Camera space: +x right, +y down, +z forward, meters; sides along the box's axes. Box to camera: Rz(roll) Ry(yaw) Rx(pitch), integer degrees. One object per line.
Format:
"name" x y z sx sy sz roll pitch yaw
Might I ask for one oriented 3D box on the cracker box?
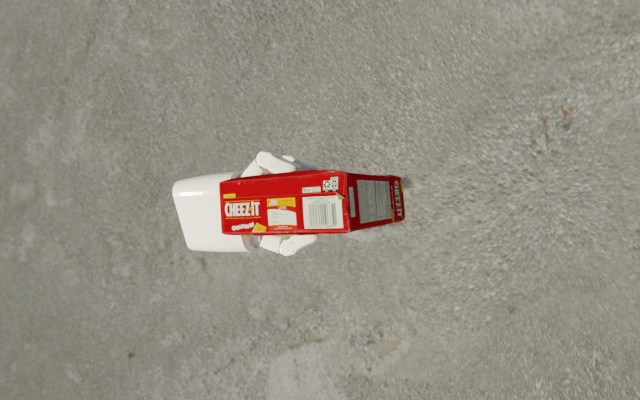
"cracker box" 0.000 0.002 0.614 0.164 0.072 0.213 -3 0 25
